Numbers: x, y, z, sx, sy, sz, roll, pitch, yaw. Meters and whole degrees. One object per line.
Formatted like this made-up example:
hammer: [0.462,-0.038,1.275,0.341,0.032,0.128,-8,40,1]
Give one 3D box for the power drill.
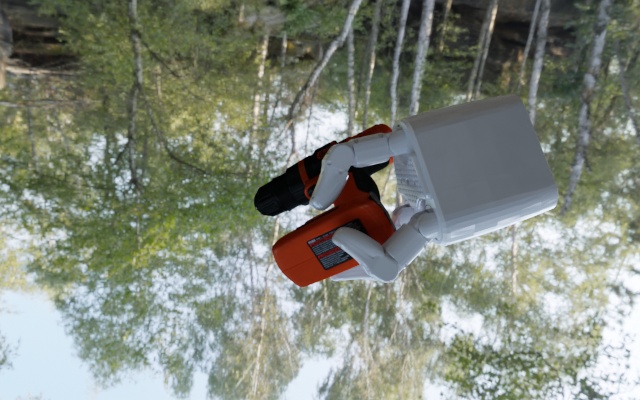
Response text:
power drill: [0.000,0.002,0.488,0.184,0.057,0.187,-27,26,17]
